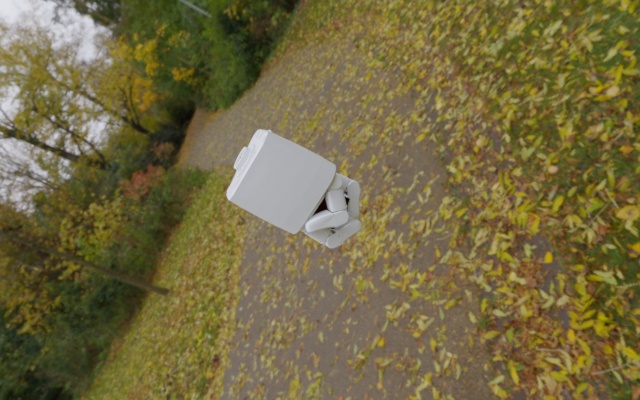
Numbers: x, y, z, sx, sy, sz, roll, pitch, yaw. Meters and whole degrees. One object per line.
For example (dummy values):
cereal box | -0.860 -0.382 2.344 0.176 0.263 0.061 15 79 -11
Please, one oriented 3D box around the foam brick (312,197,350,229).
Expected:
foam brick | 0.000 0.002 0.714 0.051 0.053 0.078 27 2 -19
